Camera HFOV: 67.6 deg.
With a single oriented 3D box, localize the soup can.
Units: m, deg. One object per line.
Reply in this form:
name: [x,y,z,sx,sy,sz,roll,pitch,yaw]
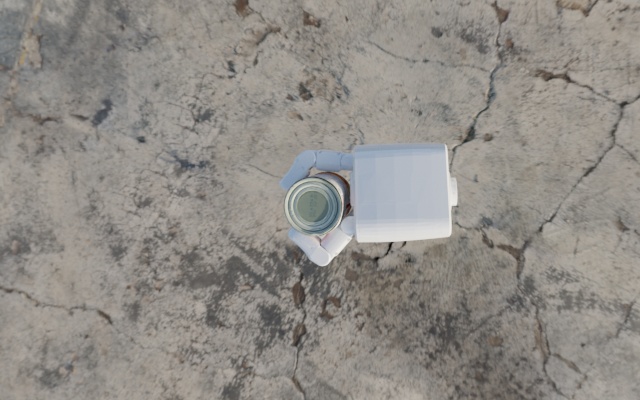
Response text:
soup can: [0.000,0.002,0.569,0.068,0.068,0.102,0,6,10]
